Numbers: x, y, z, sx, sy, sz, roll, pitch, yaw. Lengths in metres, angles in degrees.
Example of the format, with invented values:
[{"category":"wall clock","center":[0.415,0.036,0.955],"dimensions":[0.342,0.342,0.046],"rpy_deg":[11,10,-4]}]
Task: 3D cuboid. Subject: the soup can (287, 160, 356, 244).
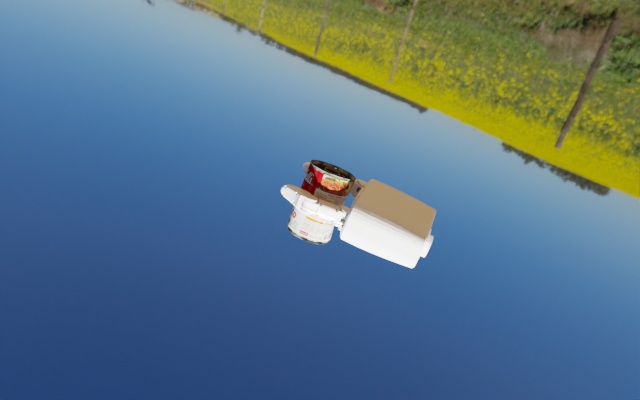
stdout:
[{"category":"soup can","center":[0.000,0.002,0.677],"dimensions":[0.068,0.102,0.068],"rpy_deg":[20,16,-6]}]
